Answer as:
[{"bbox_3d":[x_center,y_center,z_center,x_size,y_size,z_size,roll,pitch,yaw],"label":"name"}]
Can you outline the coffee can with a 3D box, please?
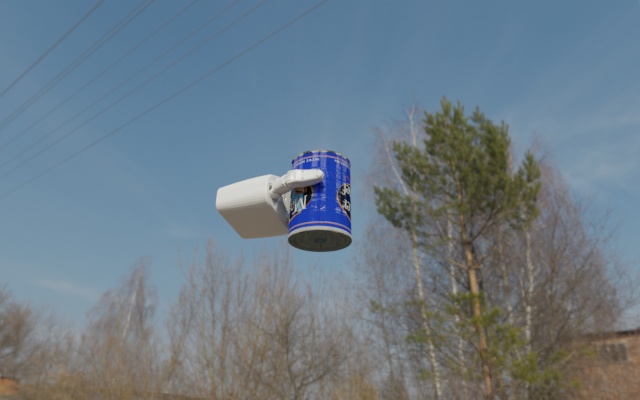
[{"bbox_3d":[0.000,0.003,0.788,0.103,0.140,0.103,1,-25,0],"label":"coffee can"}]
